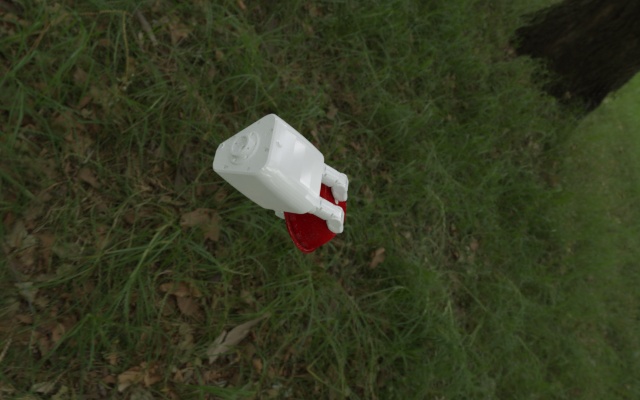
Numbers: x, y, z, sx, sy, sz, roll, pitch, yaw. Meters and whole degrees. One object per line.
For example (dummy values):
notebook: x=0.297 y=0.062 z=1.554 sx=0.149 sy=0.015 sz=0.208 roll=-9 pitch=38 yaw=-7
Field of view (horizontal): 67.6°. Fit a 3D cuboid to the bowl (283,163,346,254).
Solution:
bowl: x=0.001 y=0.003 z=0.760 sx=0.055 sy=0.162 sz=0.162 roll=-5 pitch=-2 yaw=23
